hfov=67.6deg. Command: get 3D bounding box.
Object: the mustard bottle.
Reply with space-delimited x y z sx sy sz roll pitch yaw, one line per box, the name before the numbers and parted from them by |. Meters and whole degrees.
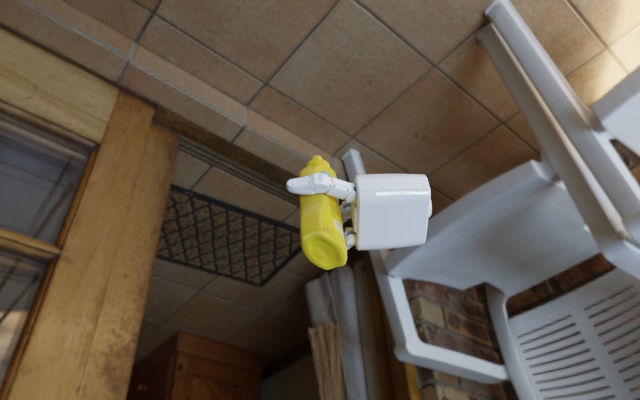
mustard bottle | 0.000 0.003 0.729 0.058 0.191 0.096 -19 -43 16
